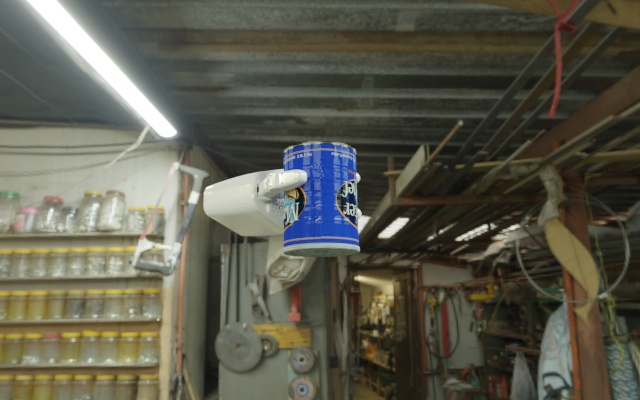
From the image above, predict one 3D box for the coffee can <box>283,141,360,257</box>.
[{"bbox_3d":[0.000,0.002,0.651,0.103,0.140,0.103,-1,-12,0],"label":"coffee can"}]
